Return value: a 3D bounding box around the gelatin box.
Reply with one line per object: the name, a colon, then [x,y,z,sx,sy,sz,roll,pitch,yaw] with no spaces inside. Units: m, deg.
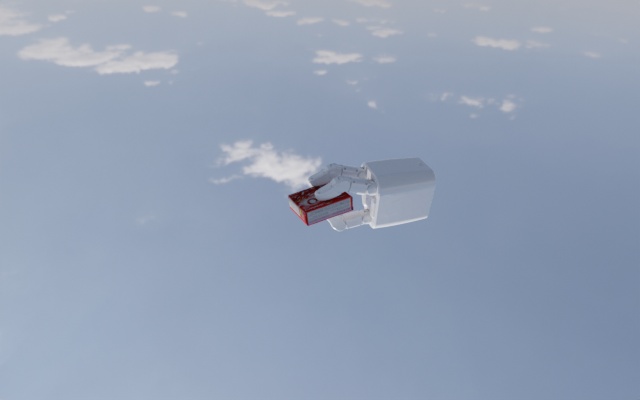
gelatin box: [0.000,0.003,0.807,0.089,0.030,0.073,-19,32,-19]
